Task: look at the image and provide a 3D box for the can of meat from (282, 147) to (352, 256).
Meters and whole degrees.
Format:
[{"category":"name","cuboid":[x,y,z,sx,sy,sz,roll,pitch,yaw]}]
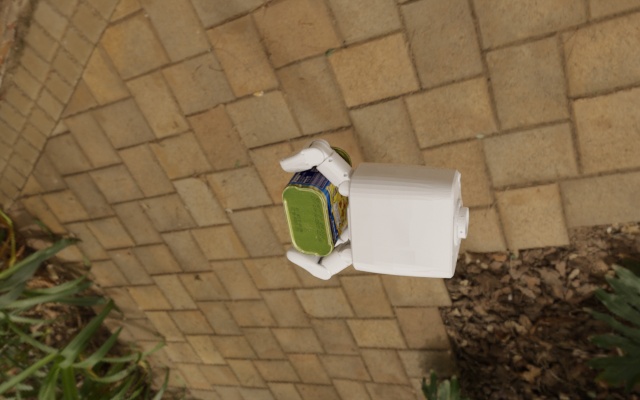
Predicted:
[{"category":"can of meat","cuboid":[0.000,0.002,0.553,0.057,0.102,0.084,6,37,21]}]
